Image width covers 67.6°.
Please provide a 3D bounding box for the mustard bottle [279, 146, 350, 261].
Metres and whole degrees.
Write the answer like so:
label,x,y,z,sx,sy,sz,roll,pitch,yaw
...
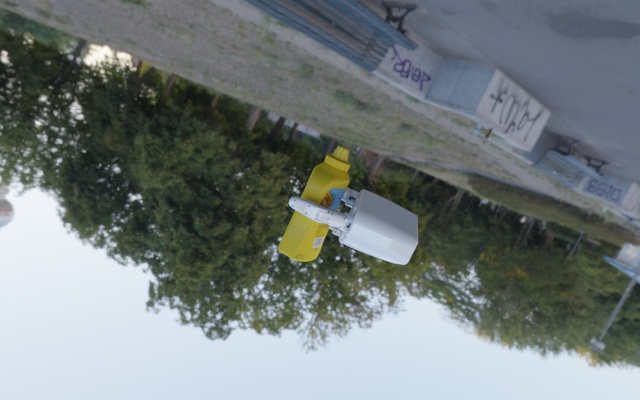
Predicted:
label,x,y,z,sx,sy,sz,roll,pitch,yaw
mustard bottle,0.000,0.003,0.776,0.058,0.191,0.096,29,12,23
